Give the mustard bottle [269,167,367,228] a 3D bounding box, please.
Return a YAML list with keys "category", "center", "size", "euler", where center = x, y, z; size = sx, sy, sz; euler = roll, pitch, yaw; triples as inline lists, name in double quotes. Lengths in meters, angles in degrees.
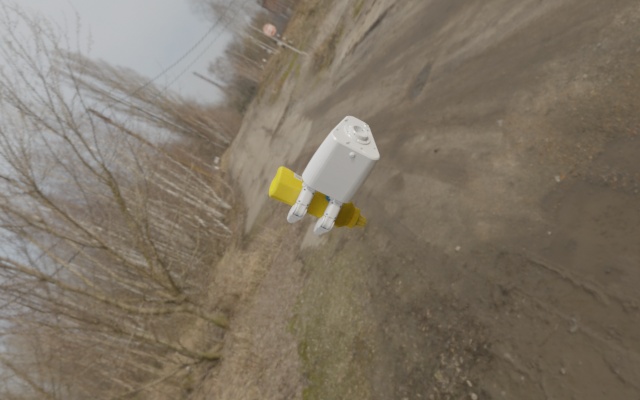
- category: "mustard bottle"
  center: [0.000, 0.003, 0.897]
  size: [0.191, 0.058, 0.096]
  euler: [25, 12, -11]
